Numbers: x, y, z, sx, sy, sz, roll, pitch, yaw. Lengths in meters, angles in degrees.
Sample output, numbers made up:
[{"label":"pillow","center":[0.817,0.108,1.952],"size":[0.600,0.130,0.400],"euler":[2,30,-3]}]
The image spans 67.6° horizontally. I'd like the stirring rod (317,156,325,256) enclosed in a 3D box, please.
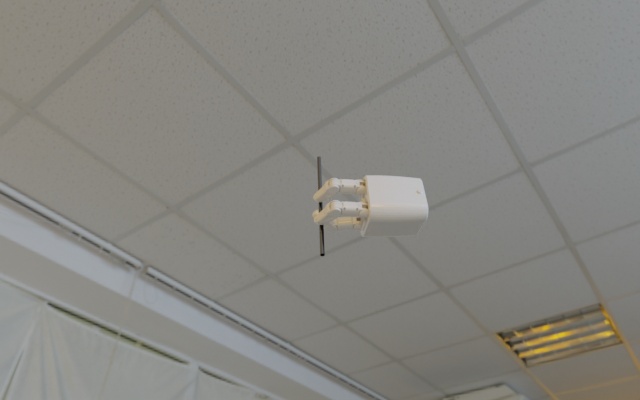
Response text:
[{"label":"stirring rod","center":[0.000,0.003,0.892],"size":[0.011,0.239,0.011],"euler":[-1,-42,-1]}]
